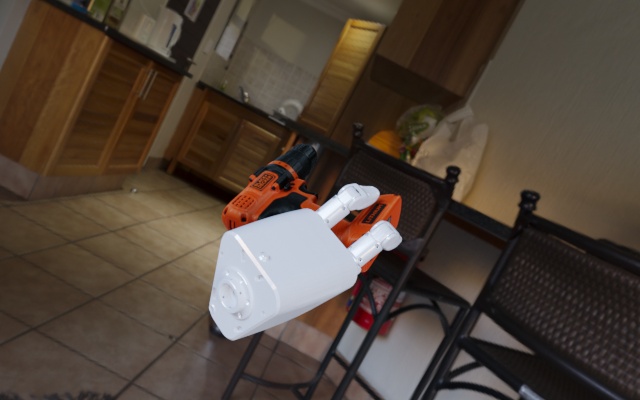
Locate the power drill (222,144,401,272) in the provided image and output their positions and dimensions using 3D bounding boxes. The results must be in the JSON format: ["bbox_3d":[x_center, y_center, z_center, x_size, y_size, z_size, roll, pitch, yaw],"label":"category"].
[{"bbox_3d":[0.000,0.002,0.594,0.187,0.057,0.184,19,45,23],"label":"power drill"}]
